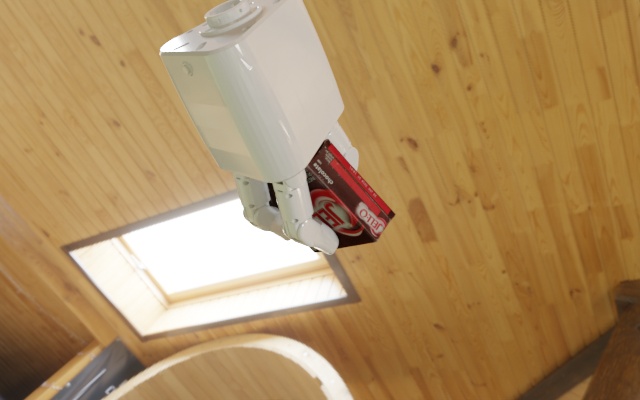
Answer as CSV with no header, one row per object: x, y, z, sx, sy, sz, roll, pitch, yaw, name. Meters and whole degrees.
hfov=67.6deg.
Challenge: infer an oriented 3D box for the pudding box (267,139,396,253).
0.000,0.001,0.432,0.039,0.090,0.113,-48,14,-26,pudding box
